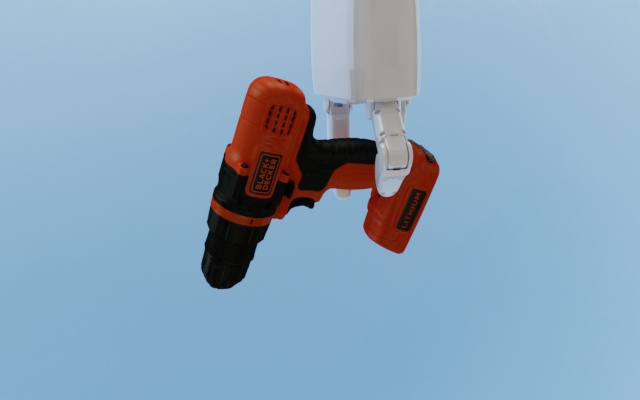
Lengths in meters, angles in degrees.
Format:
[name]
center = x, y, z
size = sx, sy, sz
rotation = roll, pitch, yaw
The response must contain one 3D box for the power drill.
[power drill]
center = 0.001, 0.001, 0.415
size = 0.187, 0.184, 0.057
rotation = 8, 25, -30
